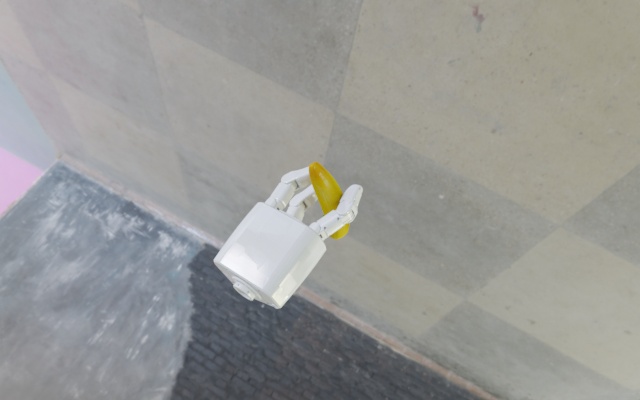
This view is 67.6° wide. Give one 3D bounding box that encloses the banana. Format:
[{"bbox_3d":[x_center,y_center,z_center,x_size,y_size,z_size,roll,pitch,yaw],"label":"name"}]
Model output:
[{"bbox_3d":[0.015,0.014,0.720,0.069,0.037,0.198,36,-19,19],"label":"banana"}]
